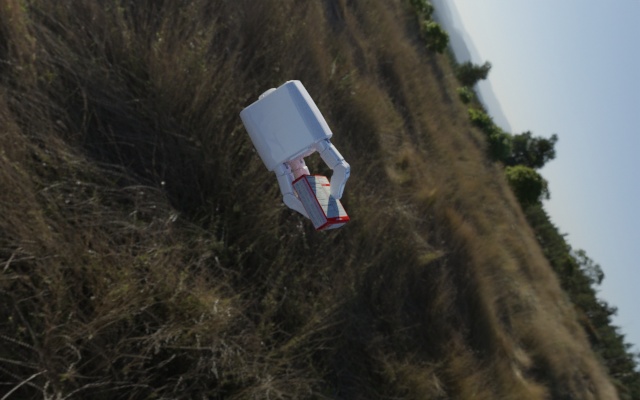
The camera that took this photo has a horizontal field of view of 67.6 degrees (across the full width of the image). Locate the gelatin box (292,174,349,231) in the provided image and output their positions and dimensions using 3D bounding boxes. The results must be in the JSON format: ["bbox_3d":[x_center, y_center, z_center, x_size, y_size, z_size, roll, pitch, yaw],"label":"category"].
[{"bbox_3d":[0.001,0.003,0.760,0.030,0.089,0.073,-35,-15,24],"label":"gelatin box"}]
